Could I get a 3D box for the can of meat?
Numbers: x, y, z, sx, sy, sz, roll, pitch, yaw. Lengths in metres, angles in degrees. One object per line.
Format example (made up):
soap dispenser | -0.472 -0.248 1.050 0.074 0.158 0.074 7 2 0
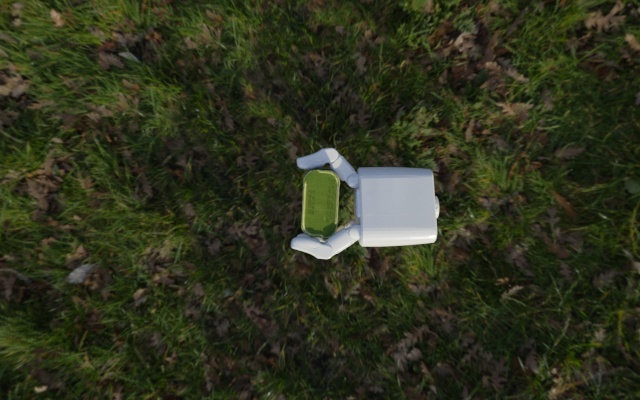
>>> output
can of meat | 0.000 0.002 0.704 0.057 0.102 0.084 2 4 0
